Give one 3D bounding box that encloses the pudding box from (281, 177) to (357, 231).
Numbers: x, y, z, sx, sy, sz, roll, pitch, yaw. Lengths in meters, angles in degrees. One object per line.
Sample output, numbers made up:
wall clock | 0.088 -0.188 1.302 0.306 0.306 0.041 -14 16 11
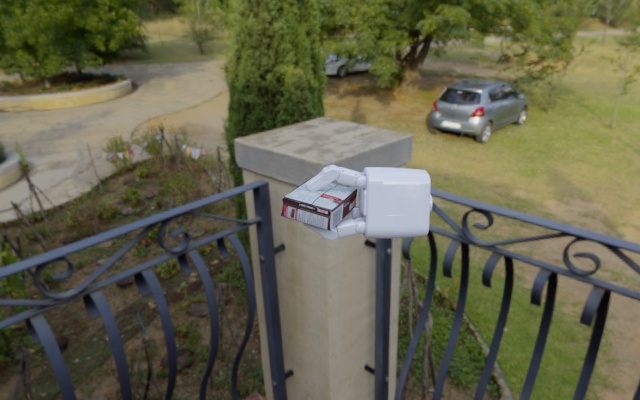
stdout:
pudding box | 0.000 0.002 0.794 0.090 0.039 0.113 15 24 21
